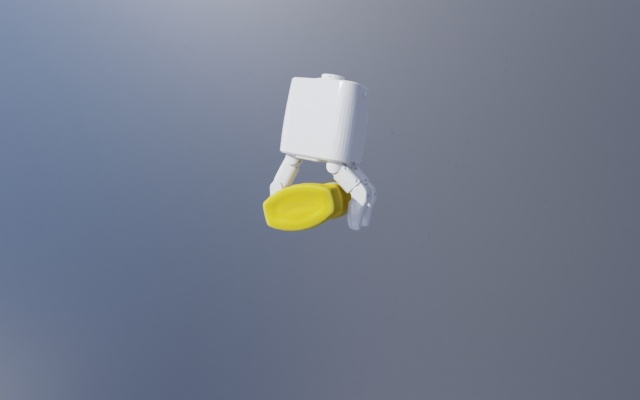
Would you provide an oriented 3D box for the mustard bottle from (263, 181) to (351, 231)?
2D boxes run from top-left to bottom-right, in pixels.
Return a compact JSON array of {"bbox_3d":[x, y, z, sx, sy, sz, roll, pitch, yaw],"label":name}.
[{"bbox_3d":[0.000,0.003,0.675,0.096,0.058,0.191,-14,0,19],"label":"mustard bottle"}]
